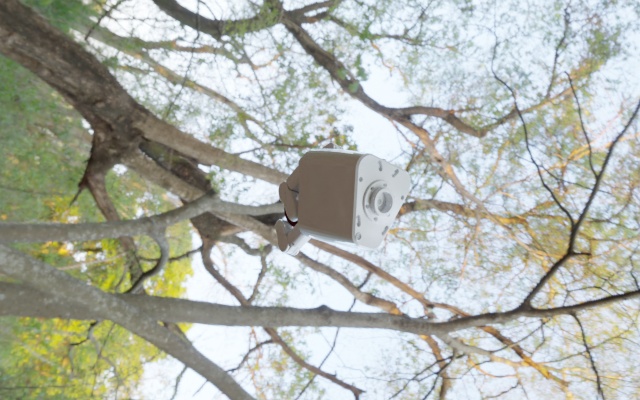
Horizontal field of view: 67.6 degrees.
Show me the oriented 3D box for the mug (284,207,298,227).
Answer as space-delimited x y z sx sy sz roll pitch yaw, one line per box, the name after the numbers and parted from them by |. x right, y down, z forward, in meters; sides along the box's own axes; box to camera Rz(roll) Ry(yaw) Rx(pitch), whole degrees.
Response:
-0.001 0.002 0.700 0.081 0.093 0.117 20 -4 -36 | mug
